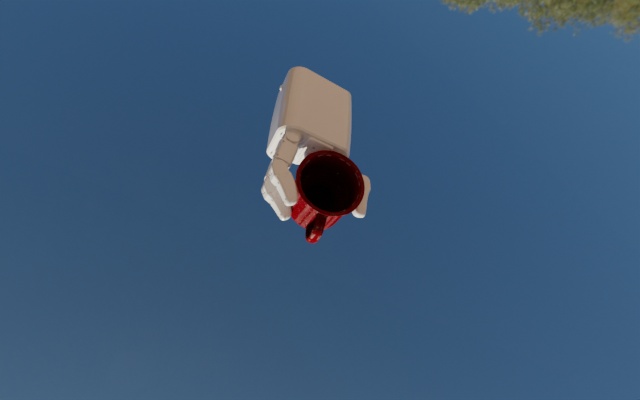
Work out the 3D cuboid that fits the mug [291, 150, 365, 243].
[{"bbox_3d":[0.000,0.003,0.640,0.093,0.117,0.081,15,-26,-13],"label":"mug"}]
